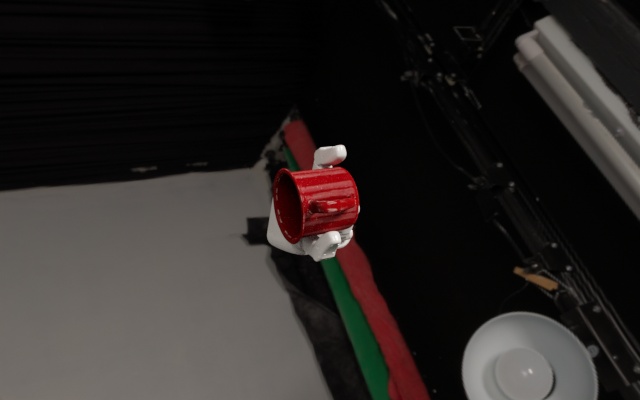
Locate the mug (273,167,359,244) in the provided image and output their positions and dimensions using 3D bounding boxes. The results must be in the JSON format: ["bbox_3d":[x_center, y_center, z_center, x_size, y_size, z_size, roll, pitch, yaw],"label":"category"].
[{"bbox_3d":[0.001,0.002,0.588,0.081,0.093,0.117,-9,4,-26],"label":"mug"}]
